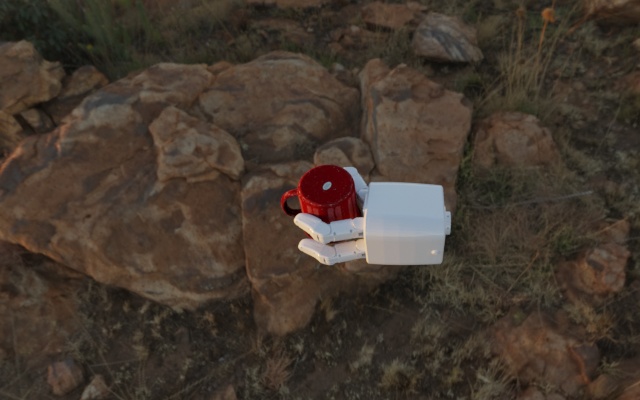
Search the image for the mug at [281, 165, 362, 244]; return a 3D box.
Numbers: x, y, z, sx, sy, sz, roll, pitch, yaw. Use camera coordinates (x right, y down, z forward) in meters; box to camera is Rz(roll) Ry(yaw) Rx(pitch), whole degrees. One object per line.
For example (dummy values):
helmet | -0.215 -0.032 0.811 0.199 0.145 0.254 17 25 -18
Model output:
mug | -0.001 0.002 0.698 0.117 0.093 0.082 0 -39 9
